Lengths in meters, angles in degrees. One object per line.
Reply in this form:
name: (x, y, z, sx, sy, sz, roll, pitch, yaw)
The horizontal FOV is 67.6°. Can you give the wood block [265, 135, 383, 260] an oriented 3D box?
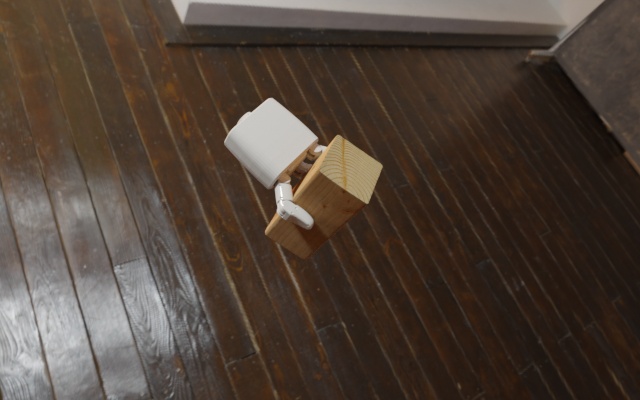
wood block: (0.000, 0.002, 0.783, 0.090, 0.090, 0.206, 34, -41, -8)
